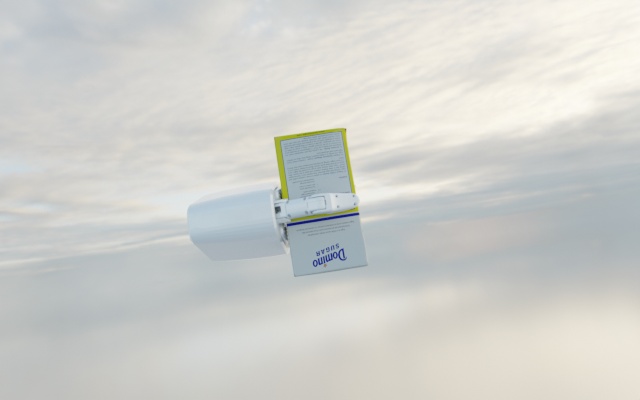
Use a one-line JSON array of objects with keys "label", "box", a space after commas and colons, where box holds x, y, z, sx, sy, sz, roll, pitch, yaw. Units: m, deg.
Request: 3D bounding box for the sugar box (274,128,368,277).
[{"label": "sugar box", "box": [0.000, 0.002, 0.600, 0.093, 0.176, 0.048, -8, -7, 0]}]
